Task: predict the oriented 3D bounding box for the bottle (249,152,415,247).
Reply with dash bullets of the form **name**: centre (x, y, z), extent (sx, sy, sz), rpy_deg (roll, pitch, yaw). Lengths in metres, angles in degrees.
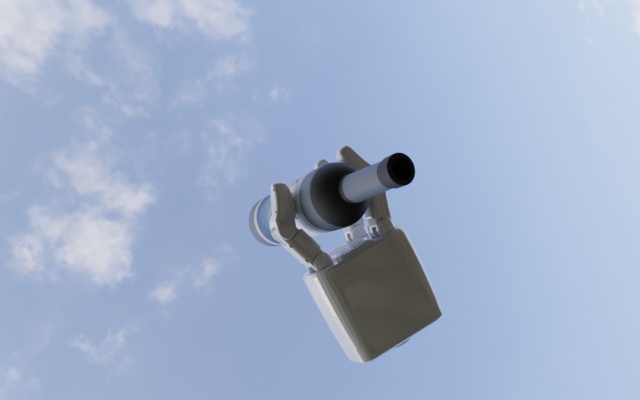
- **bottle**: centre (0.000, 0.002, 0.507), extent (0.069, 0.069, 0.296), rpy_deg (0, -10, -26)
